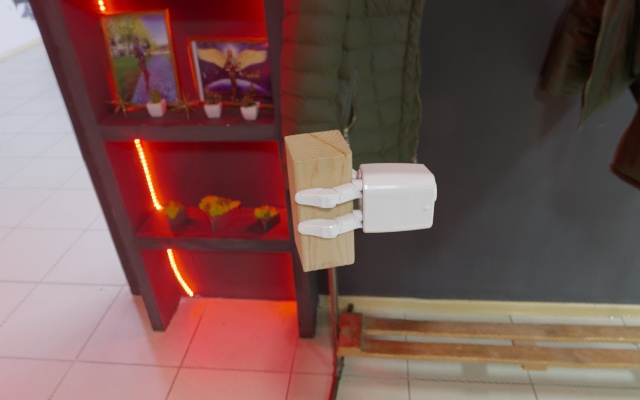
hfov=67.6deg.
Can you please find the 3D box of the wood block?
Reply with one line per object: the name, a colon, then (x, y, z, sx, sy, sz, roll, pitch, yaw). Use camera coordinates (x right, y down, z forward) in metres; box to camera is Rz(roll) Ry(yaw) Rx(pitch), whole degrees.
wood block: (0.000, 0.002, 0.773, 0.090, 0.206, 0.090, -9, 32, -8)
